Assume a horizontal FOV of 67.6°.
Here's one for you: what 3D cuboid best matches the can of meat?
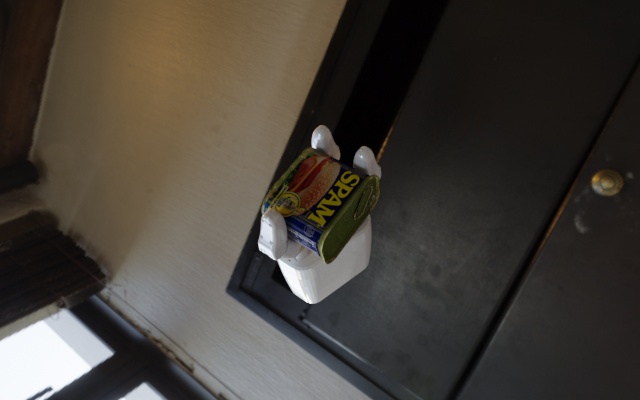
[{"bbox_3d":[0.000,0.002,0.502,0.084,0.102,0.057,29,-23,25],"label":"can of meat"}]
